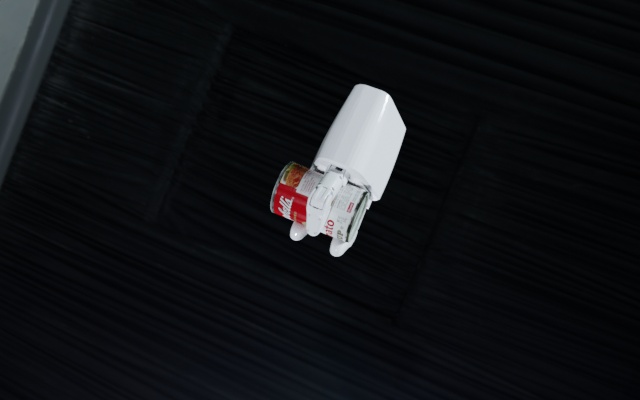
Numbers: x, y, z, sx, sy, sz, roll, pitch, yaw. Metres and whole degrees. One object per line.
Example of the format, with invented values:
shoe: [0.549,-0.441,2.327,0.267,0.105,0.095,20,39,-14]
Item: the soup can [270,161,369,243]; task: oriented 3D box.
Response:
soup can: [0.000,0.002,0.578,0.102,0.068,0.068,22,5,12]
